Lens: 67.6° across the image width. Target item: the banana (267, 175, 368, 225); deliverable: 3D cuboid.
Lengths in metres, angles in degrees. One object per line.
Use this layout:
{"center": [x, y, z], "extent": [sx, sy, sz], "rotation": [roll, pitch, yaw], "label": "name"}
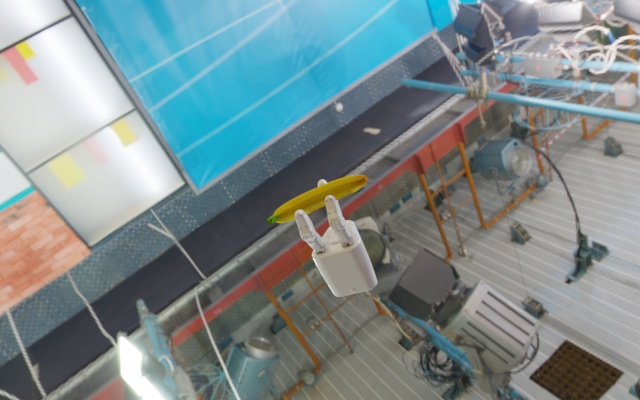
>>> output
{"center": [-0.006, 0.000, 0.886], "extent": [0.198, 0.037, 0.069], "rotation": [-26, 17, -4], "label": "banana"}
